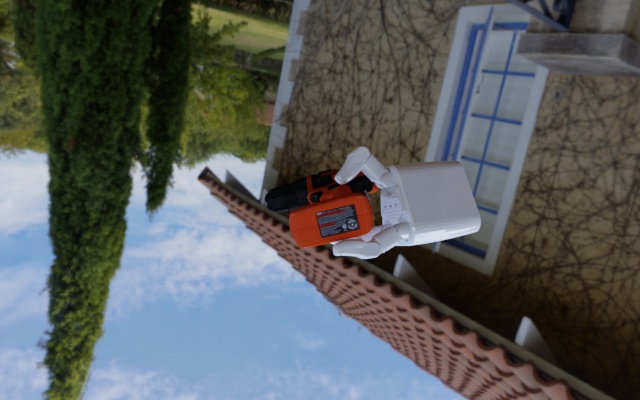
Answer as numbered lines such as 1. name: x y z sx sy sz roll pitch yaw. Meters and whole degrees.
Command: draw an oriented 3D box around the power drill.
1. power drill: 0.000 0.002 0.681 0.184 0.057 0.187 -15 18 6
